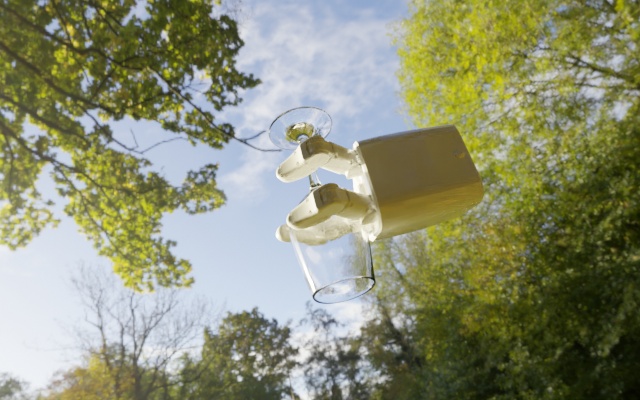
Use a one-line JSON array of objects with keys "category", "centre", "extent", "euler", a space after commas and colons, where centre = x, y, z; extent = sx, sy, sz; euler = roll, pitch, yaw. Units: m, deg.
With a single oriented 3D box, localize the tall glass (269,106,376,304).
[{"category": "tall glass", "centre": [0.000, 0.001, 0.497], "extent": [0.079, 0.201, 0.079], "euler": [-11, -30, -6]}]
